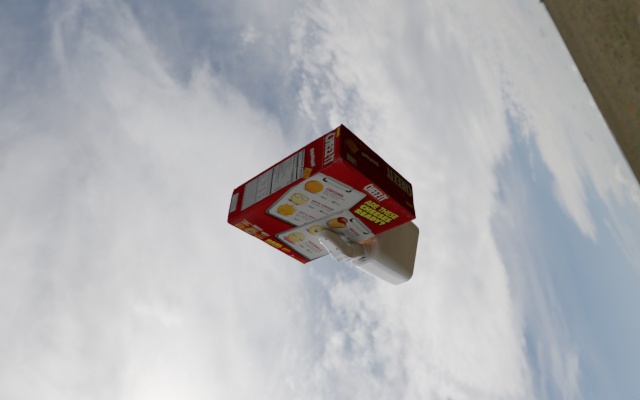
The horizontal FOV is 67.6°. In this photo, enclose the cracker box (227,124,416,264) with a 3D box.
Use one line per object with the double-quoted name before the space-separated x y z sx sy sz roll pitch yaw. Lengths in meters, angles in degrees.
"cracker box" 0.000 0.002 0.681 0.214 0.072 0.164 -27 -45 33
